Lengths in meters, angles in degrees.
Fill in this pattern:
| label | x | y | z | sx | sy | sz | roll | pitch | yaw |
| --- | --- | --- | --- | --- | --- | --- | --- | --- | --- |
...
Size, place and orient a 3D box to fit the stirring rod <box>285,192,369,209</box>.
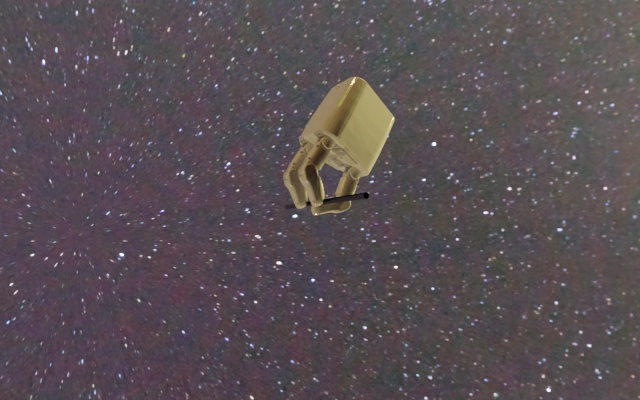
| label | x | y | z | sx | sy | sz | roll | pitch | yaw |
| --- | --- | --- | --- | --- | --- | --- | --- | --- | --- |
| stirring rod | 0.000 | 0.002 | 0.674 | 0.011 | 0.011 | 0.239 | 0 | -4 | -27 |
